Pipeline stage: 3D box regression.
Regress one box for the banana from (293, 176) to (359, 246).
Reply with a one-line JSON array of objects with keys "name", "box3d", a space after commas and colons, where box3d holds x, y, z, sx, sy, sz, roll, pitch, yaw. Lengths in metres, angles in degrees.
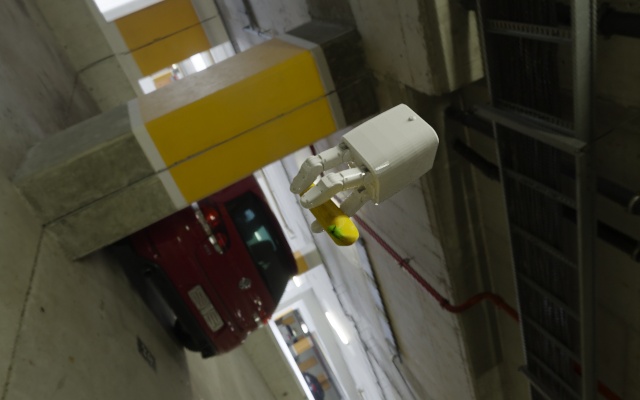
[{"name": "banana", "box3d": [0.010, 0.017, 0.668, 0.037, 0.070, 0.197, -36, 27, -3]}]
